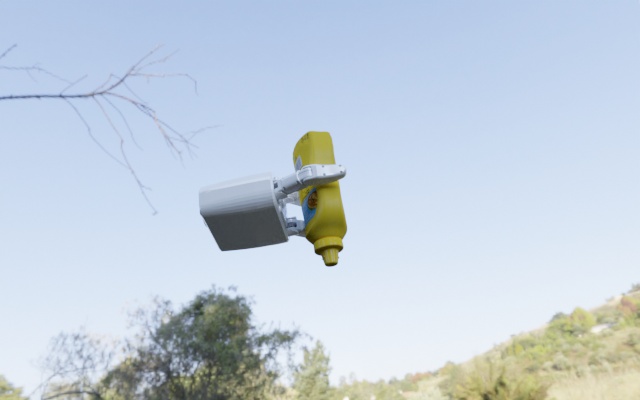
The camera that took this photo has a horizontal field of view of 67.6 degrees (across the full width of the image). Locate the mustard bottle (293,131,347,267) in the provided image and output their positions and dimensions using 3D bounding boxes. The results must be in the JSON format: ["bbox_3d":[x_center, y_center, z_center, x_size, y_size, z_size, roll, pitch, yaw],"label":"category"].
[{"bbox_3d":[0.000,0.002,0.683,0.058,0.191,0.096,0,-28,-18],"label":"mustard bottle"}]
